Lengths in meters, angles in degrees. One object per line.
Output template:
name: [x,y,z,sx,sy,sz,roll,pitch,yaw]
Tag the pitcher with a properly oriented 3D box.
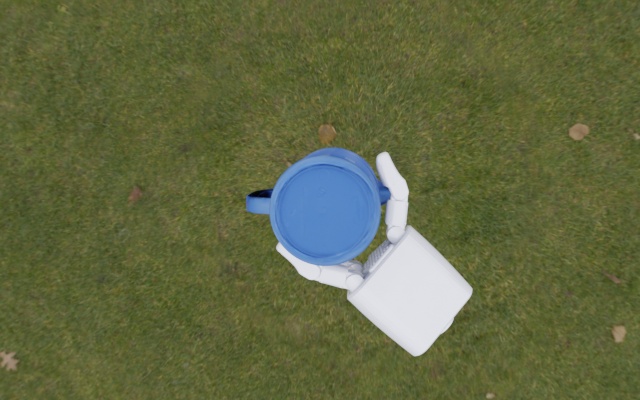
pitcher: [0.000,0.002,0.569,0.149,0.145,0.243,-45,0,6]
